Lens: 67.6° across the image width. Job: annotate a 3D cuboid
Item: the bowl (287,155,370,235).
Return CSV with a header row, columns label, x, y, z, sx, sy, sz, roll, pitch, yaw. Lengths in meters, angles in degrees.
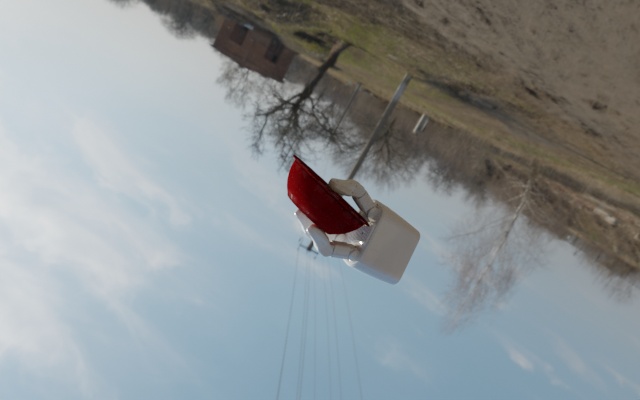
label,x,y,z,sx,sy,sz,roll,pitch,yaw
bowl,-0.001,0.002,0.742,0.162,0.055,0.162,43,3,-3
